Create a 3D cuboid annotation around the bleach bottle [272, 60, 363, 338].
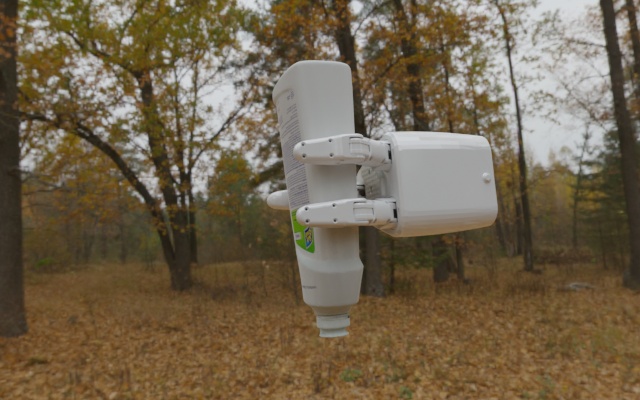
[{"bbox_3d":[0.000,0.001,0.464,0.068,0.251,0.102,-3,-6,-18],"label":"bleach bottle"}]
